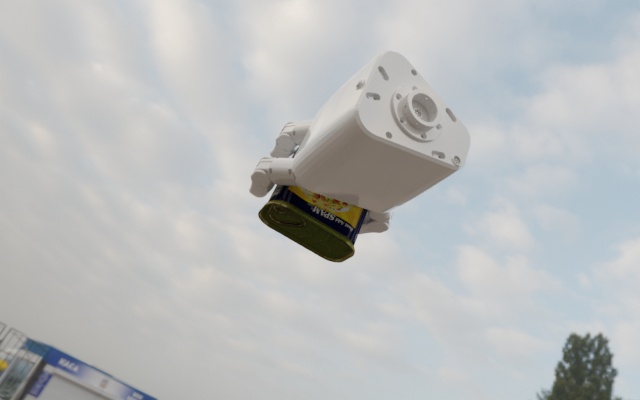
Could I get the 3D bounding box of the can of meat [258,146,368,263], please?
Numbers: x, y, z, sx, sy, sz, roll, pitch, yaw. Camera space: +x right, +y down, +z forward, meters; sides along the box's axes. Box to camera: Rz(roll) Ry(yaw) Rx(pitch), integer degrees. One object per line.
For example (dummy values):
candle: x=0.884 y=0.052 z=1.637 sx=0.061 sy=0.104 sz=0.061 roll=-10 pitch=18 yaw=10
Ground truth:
can of meat: x=0.000 y=0.001 z=0.496 sx=0.102 sy=0.084 sz=0.057 roll=31 pitch=-31 yaw=-10
